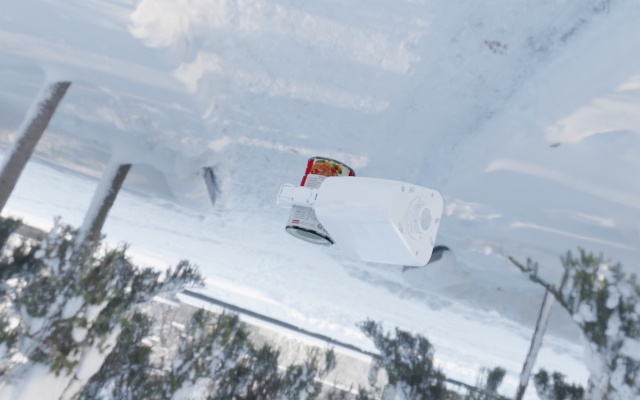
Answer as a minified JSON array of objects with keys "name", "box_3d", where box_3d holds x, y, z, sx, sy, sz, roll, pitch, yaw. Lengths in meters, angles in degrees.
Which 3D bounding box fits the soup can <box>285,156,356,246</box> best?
[{"name":"soup can","box_3d":[0.000,0.002,0.633,0.068,0.102,0.068,17,-15,5]}]
